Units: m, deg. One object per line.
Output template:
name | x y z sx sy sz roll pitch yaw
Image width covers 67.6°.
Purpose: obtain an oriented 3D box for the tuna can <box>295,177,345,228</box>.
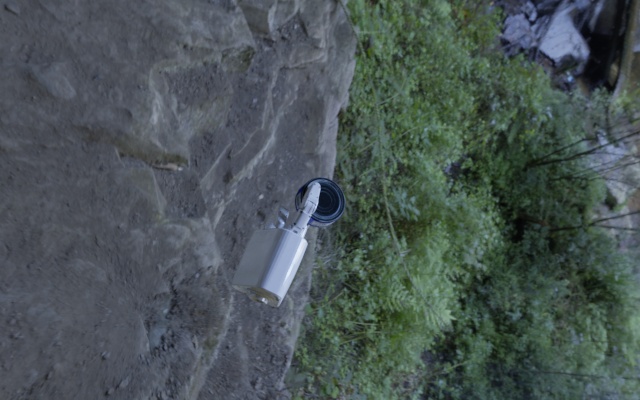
tuna can | 0.000 0.003 0.846 0.086 0.086 0.034 0 -18 -23
